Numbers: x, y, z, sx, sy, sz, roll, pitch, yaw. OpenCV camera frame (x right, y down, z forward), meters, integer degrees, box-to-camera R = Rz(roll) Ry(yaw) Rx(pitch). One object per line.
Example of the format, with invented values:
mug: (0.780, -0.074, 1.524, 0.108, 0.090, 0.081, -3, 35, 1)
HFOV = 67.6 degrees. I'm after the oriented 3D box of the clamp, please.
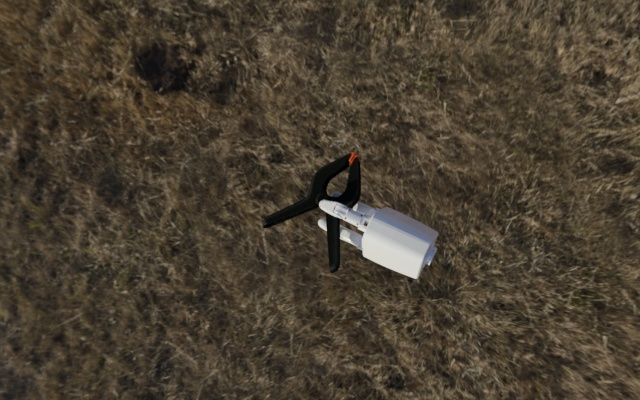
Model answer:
clamp: (0.000, 0.002, 0.861, 0.164, 0.210, 0.036, 25, -4, 15)
